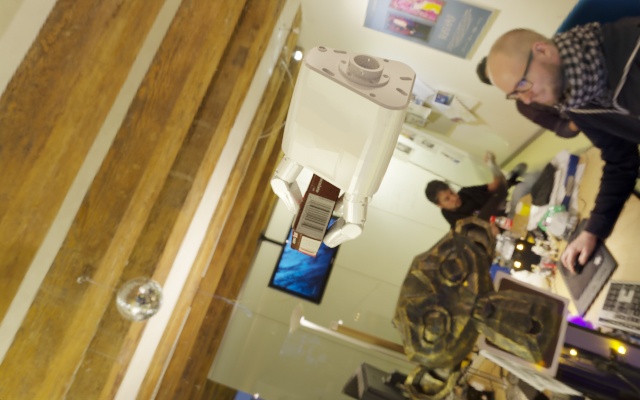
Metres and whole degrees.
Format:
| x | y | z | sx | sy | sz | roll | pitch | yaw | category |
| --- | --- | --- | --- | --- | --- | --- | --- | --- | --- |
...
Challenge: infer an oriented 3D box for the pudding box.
| x | y | z | sx | sy | sz | roll | pitch | yaw | category |
| --- | --- | --- | --- | --- | --- | --- | --- | --- | --- |
| 0.000 | 0.002 | 0.562 | 0.039 | 0.113 | 0.090 | 21 | -19 | 2 | pudding box |
